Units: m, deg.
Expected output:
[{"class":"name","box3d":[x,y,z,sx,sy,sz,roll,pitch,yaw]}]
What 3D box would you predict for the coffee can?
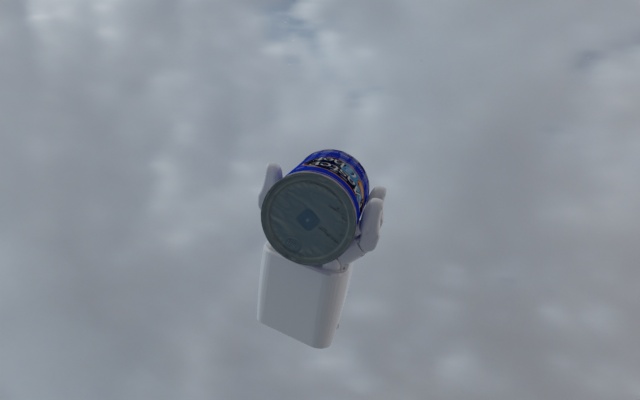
[{"class":"coffee can","box3d":[0.000,0.002,0.561,0.103,0.103,0.140,0,16,12]}]
